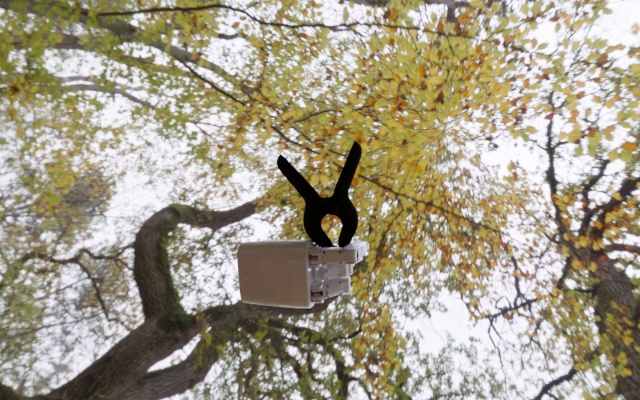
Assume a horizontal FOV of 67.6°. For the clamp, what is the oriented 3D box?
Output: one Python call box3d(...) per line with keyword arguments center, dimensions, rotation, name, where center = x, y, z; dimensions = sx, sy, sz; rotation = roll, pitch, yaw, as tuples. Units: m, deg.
box3d(center=(0.000, 0.002, 0.684), dimensions=(0.120, 0.171, 0.039), rotation=(0, 8, 9), name="clamp")
